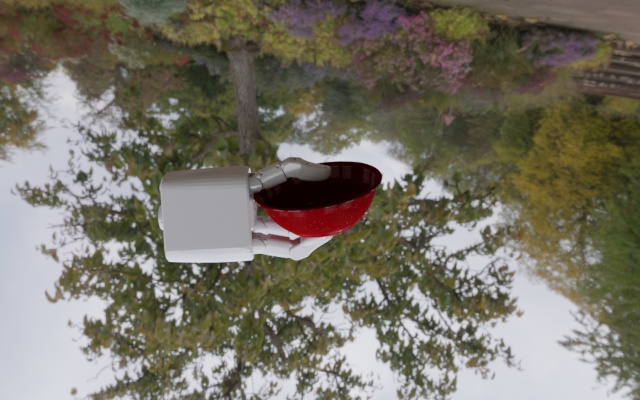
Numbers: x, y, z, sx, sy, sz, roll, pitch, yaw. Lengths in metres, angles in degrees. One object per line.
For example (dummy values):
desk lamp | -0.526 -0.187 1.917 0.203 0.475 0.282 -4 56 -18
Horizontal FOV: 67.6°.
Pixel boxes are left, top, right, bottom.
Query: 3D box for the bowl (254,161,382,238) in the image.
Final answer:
bowl | 0.001 0.002 0.602 0.162 0.055 0.162 -9 22 4
